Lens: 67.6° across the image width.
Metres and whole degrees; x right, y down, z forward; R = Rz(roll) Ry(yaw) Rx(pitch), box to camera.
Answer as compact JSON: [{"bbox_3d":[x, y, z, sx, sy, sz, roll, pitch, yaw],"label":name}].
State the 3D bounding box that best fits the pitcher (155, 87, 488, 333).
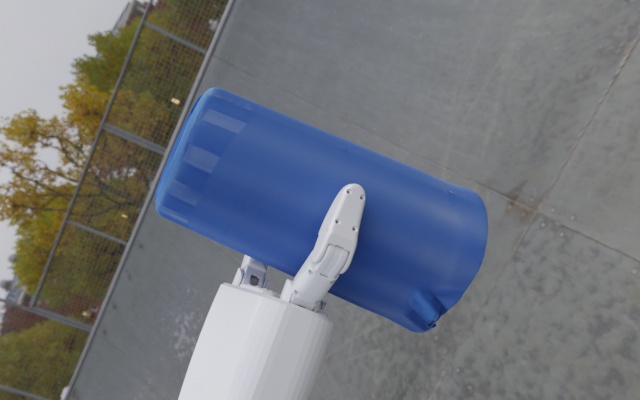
[{"bbox_3d":[0.000,0.001,0.401,0.243,0.145,0.149,24,-14,-13],"label":"pitcher"}]
